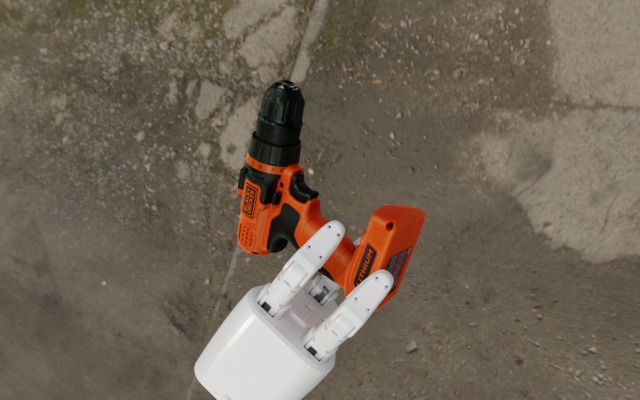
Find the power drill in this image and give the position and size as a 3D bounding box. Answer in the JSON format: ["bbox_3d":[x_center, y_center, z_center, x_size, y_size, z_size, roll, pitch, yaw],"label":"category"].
[{"bbox_3d":[0.000,0.002,0.442,0.187,0.184,0.057,32,33,32],"label":"power drill"}]
